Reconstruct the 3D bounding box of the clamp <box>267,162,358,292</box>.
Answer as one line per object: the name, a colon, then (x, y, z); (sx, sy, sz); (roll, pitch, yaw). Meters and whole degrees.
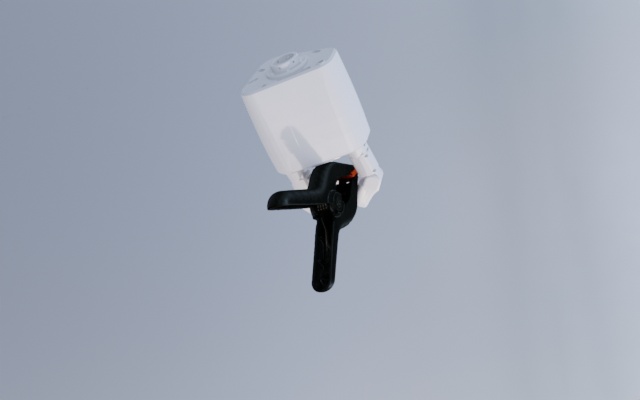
clamp: (0.001, 0.002, 0.530); (0.039, 0.120, 0.171); (-9, 37, 26)
